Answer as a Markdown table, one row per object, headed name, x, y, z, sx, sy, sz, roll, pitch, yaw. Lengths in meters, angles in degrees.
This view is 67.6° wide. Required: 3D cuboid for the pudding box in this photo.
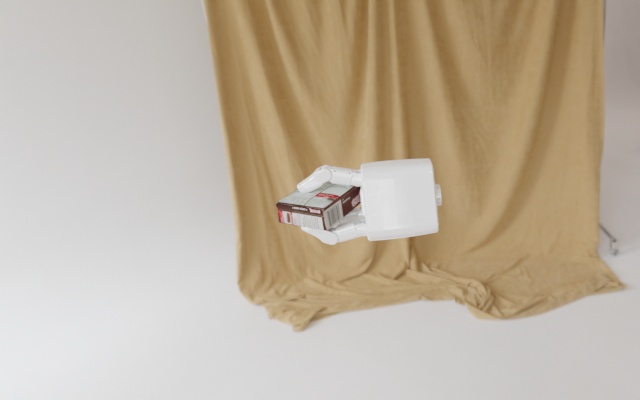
| name | x | y | z | sx | sy | sz | roll | pitch | yaw |
| --- | --- | --- | --- | --- | --- | --- | --- | --- | --- |
| pudding box | 0.000 | 0.002 | 0.742 | 0.090 | 0.039 | 0.113 | 7 | 25 | 33 |
